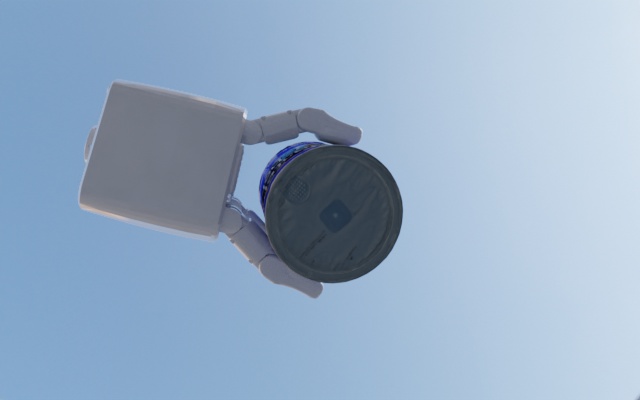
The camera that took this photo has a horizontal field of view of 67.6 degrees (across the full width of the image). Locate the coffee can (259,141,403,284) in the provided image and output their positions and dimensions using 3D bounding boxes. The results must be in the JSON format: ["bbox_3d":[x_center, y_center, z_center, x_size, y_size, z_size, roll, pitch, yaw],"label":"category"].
[{"bbox_3d":[0.000,0.001,0.414,0.103,0.103,0.140,0,8,-9],"label":"coffee can"}]
